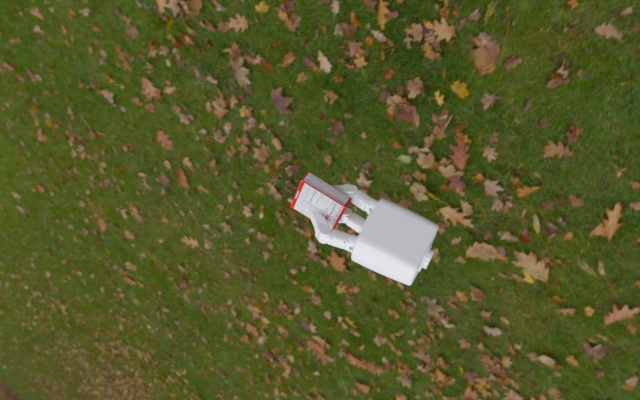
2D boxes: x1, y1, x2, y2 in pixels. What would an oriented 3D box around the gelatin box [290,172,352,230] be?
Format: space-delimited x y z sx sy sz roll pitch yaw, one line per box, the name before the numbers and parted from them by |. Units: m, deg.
gelatin box | 0.000 0.003 0.817 0.089 0.073 0.030 31 47 4
